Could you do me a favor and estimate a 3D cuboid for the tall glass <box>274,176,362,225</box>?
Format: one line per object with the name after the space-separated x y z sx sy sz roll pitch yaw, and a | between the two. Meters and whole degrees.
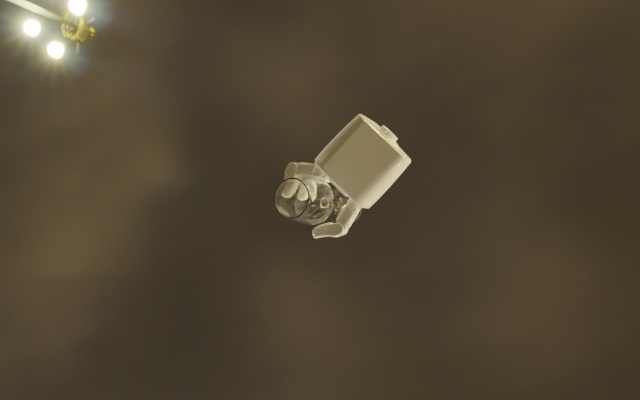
0.000 0.003 0.804 0.079 0.079 0.201 0 -3 27 | tall glass
